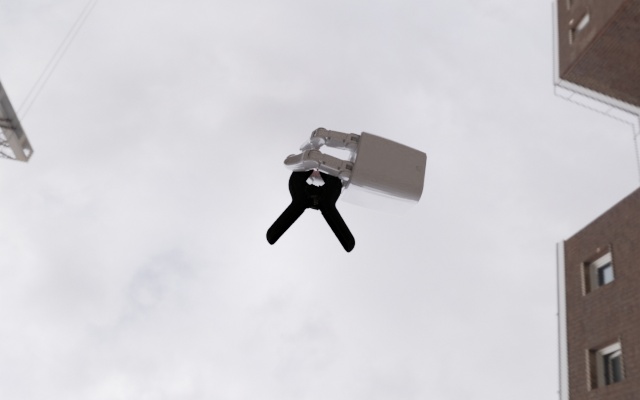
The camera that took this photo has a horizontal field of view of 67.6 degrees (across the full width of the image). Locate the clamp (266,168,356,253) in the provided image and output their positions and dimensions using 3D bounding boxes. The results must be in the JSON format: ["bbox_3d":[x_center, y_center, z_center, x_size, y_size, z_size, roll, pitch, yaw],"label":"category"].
[{"bbox_3d":[0.000,0.002,0.684,0.120,0.171,0.039,16,-34,-2],"label":"clamp"}]
